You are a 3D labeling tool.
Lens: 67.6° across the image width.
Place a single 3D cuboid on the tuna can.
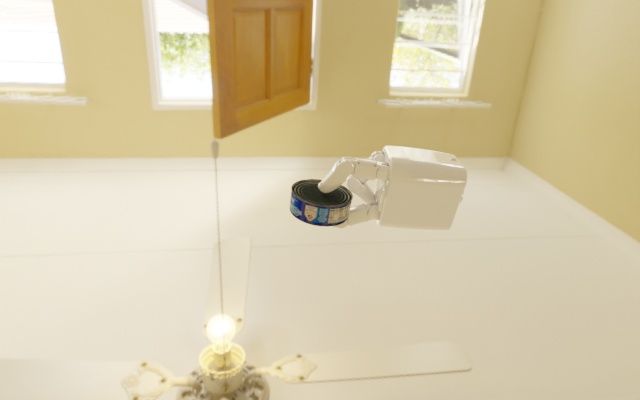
[{"bbox_3d":[0.000,0.003,0.663,0.086,0.034,0.086,8,25,-4],"label":"tuna can"}]
